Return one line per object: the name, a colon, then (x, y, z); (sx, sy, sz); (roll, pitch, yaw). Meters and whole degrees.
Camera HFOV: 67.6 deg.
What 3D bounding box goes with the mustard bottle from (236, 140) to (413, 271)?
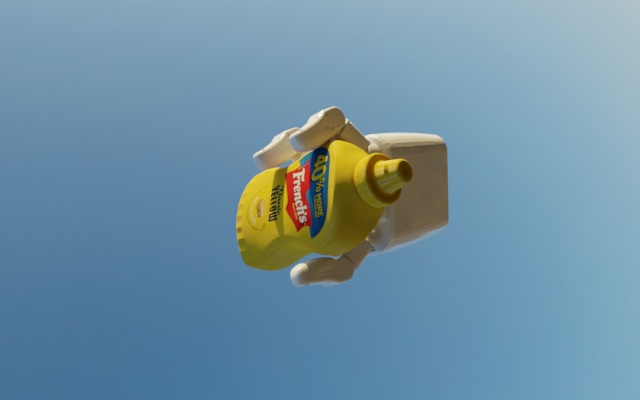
mustard bottle: (0.000, 0.001, 0.412); (0.058, 0.096, 0.192); (20, -26, -36)
